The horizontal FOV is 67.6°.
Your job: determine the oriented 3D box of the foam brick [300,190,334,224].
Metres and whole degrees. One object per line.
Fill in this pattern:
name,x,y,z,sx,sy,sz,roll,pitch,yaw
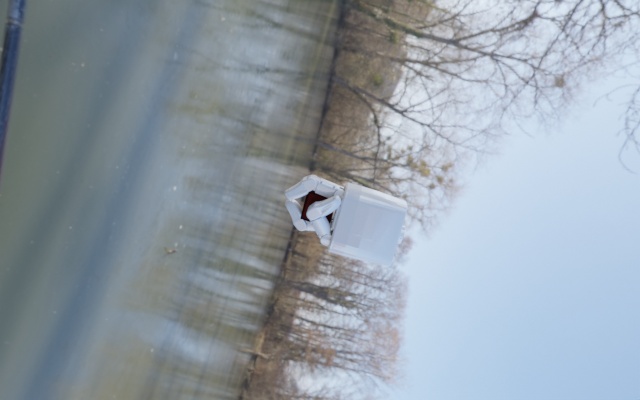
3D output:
foam brick,0.000,0.002,0.826,0.051,0.053,0.078,15,22,0
